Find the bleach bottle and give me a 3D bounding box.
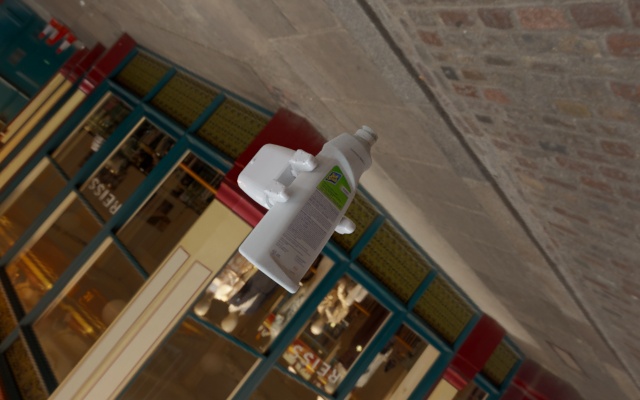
[{"bbox_3d":[0.000,0.002,0.680,0.103,0.251,0.068,45,-10,-37],"label":"bleach bottle"}]
